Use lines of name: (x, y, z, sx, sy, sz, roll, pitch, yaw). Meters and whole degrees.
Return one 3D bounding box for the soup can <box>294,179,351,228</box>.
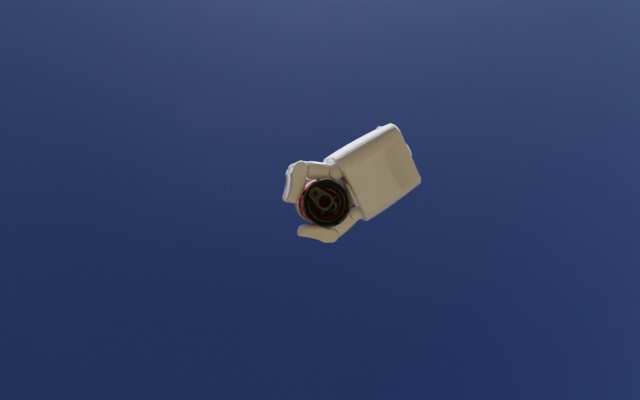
soup can: (0.000, 0.003, 0.706, 0.068, 0.068, 0.102, 0, 1, -11)
